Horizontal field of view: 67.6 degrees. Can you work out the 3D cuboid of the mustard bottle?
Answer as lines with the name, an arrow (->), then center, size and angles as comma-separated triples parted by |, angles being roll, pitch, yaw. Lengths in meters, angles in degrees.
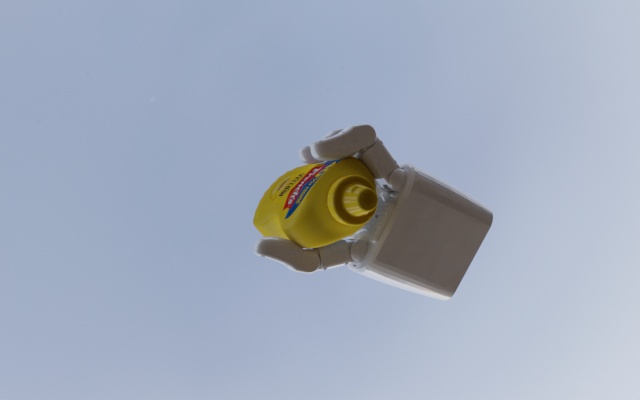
mustard bottle -> 0.000, 0.001, 0.450 | 0.096, 0.058, 0.191 | -46, 16, -17
